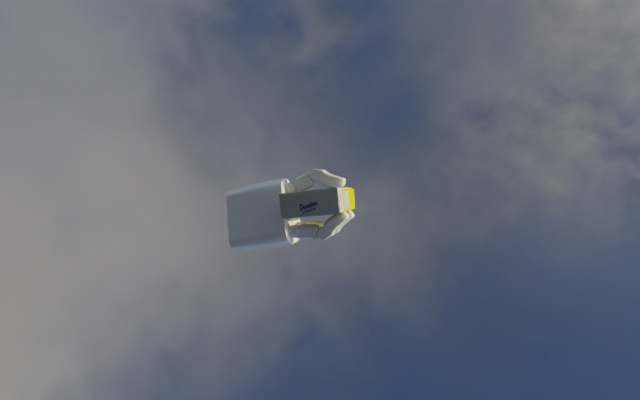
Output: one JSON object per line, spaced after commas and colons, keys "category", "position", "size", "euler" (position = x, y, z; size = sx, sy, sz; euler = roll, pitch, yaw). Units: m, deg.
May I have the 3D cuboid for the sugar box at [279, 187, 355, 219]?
{"category": "sugar box", "position": [0.000, 0.003, 0.790], "size": [0.093, 0.048, 0.176], "euler": [-6, 3, 12]}
